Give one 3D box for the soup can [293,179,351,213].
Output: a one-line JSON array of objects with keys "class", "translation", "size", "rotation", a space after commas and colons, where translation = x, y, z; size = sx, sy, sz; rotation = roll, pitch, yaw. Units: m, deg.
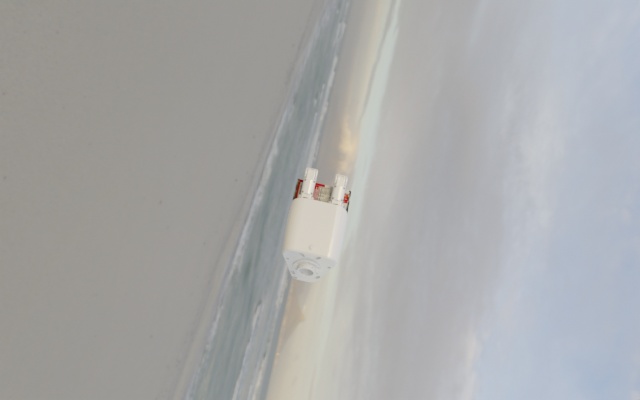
[{"class": "soup can", "translation": [0.000, 0.003, 0.886], "size": [0.102, 0.068, 0.068], "rotation": [12, 0, -1]}]
